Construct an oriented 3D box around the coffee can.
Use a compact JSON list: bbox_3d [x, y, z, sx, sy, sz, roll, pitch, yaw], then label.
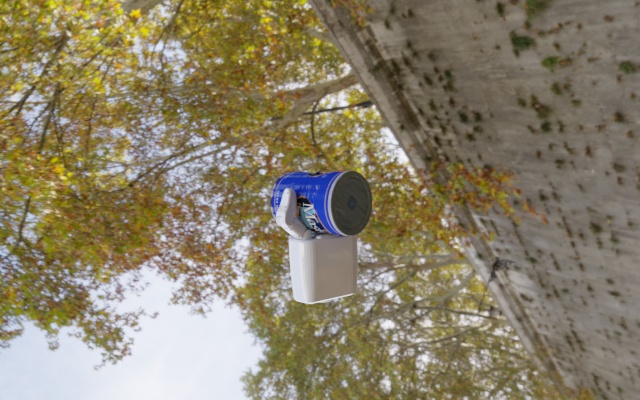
[{"bbox_3d":[0.000,0.002,0.795,0.140,0.103,0.103,3,2,43],"label":"coffee can"}]
